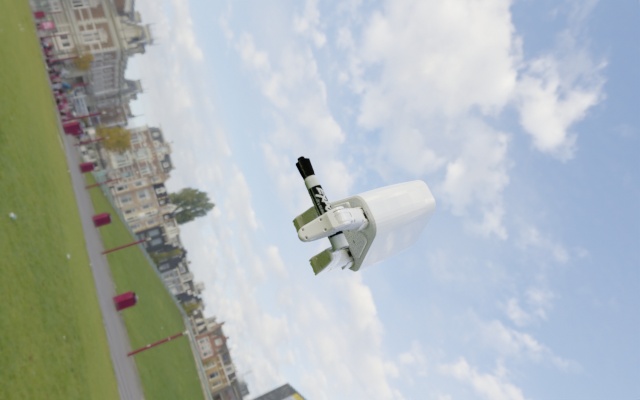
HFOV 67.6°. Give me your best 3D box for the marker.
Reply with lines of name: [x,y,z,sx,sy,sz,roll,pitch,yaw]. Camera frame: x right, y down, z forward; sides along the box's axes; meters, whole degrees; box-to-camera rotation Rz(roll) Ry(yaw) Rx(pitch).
marker: [0.000,0.002,0.559,0.020,0.121,0.020,-23,-15,-6]
